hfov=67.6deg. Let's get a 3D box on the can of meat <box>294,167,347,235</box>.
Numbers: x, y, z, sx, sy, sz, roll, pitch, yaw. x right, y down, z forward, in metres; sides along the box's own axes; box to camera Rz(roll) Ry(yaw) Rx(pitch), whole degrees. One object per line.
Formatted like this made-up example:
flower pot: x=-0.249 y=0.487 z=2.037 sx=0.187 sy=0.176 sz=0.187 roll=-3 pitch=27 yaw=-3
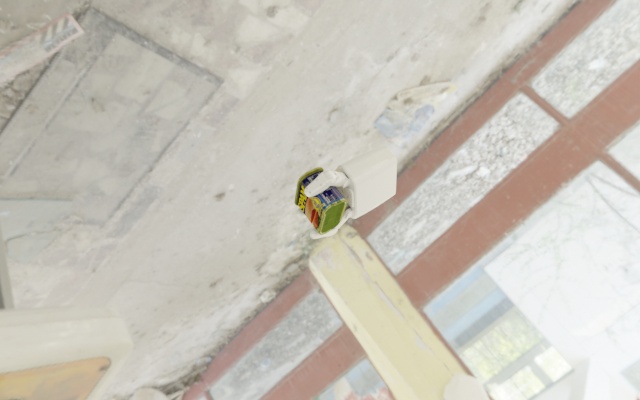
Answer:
can of meat: x=0.000 y=0.003 z=0.887 sx=0.057 sy=0.084 sz=0.102 roll=-26 pitch=-27 yaw=-25
